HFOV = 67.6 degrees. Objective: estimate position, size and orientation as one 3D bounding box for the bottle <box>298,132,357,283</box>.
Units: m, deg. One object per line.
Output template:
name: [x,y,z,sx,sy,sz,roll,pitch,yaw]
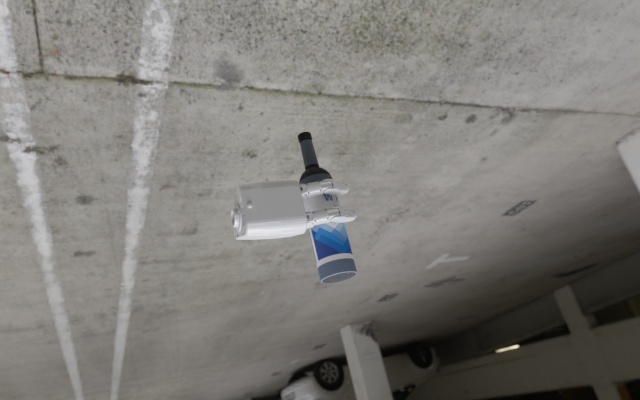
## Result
bottle: [0.000,0.003,0.891,0.069,0.295,0.069,-12,-22,-5]
